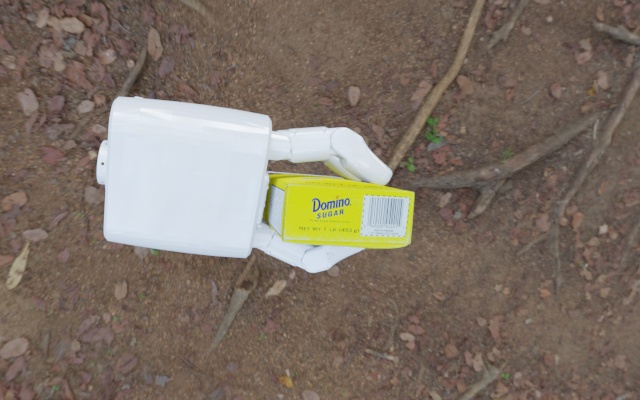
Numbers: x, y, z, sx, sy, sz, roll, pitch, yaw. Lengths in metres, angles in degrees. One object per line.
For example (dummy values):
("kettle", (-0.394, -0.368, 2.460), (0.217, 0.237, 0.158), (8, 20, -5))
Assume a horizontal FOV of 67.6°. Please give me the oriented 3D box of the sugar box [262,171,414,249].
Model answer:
("sugar box", (0.000, 0.001, 0.403), (0.093, 0.048, 0.176), (4, 7, -15))
